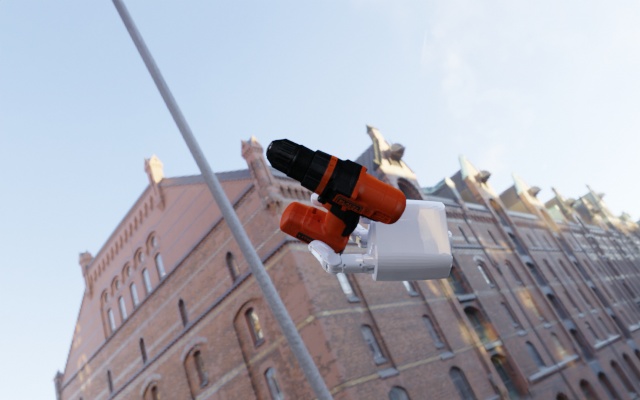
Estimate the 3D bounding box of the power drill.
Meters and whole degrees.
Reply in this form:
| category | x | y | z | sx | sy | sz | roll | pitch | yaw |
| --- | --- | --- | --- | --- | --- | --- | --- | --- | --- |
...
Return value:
| category | x | y | z | sx | sy | sz | roll | pitch | yaw |
| --- | --- | --- | --- | --- | --- | --- | --- | --- | --- |
| power drill | 0.000 | 0.002 | 0.644 | 0.184 | 0.057 | 0.188 | 27 | -27 | -4 |
